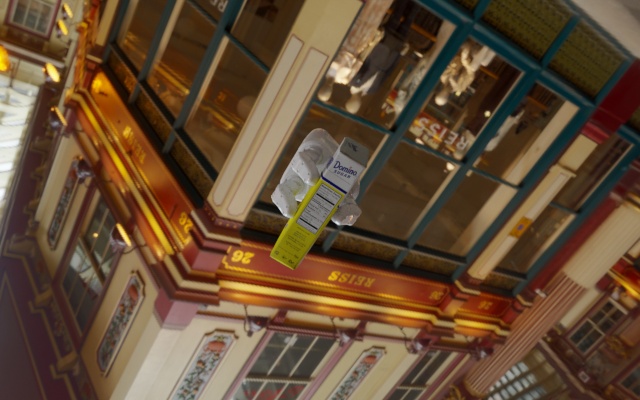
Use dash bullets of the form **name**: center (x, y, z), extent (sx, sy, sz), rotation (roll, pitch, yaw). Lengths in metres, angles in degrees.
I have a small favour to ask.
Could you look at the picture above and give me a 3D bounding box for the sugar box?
- **sugar box**: center (0.000, 0.002, 0.646), extent (0.048, 0.176, 0.093), rotation (30, 20, -3)
